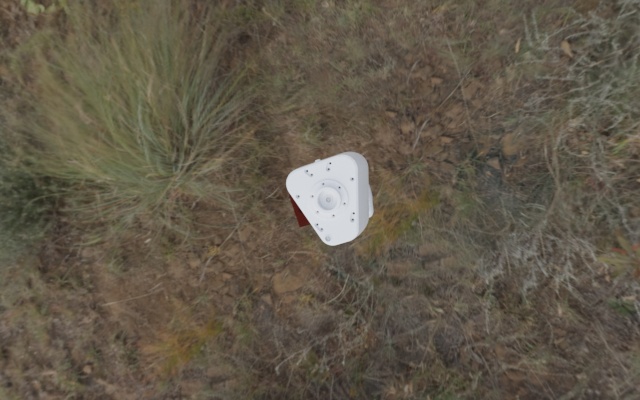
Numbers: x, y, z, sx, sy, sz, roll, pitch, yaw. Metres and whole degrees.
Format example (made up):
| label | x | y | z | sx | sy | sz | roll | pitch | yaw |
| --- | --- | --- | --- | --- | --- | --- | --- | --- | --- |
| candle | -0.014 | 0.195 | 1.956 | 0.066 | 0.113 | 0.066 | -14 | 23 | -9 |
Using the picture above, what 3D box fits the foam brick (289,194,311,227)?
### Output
| label | x | y | z | sx | sy | sz | roll | pitch | yaw |
| --- | --- | --- | --- | --- | --- | --- | --- | --- | --- |
| foam brick | 0.000 | 0.003 | 0.716 | 0.078 | 0.053 | 0.051 | -18 | 3 | 12 |
